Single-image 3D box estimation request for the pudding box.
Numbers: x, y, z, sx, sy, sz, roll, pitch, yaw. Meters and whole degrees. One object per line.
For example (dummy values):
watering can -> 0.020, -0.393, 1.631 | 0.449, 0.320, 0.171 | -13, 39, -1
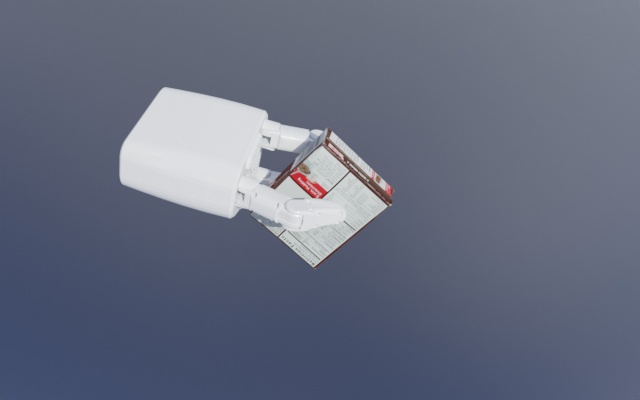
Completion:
pudding box -> 0.000, 0.002, 0.462 | 0.113, 0.090, 0.039 | -42, 14, 28
